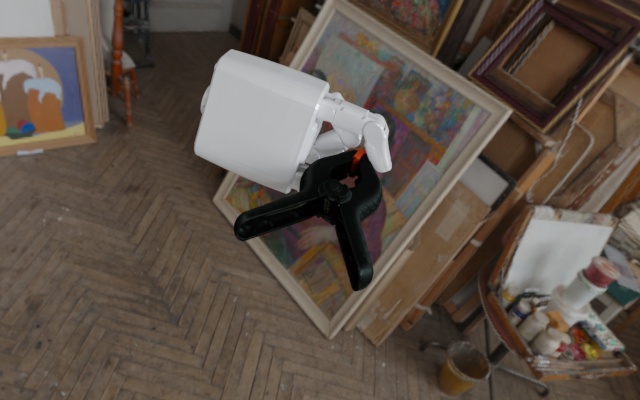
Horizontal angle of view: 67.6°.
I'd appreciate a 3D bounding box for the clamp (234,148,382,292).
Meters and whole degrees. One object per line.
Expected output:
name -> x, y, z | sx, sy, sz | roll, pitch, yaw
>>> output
clamp -> 0.000, 0.001, 0.436 | 0.120, 0.039, 0.171 | 21, 37, 0
